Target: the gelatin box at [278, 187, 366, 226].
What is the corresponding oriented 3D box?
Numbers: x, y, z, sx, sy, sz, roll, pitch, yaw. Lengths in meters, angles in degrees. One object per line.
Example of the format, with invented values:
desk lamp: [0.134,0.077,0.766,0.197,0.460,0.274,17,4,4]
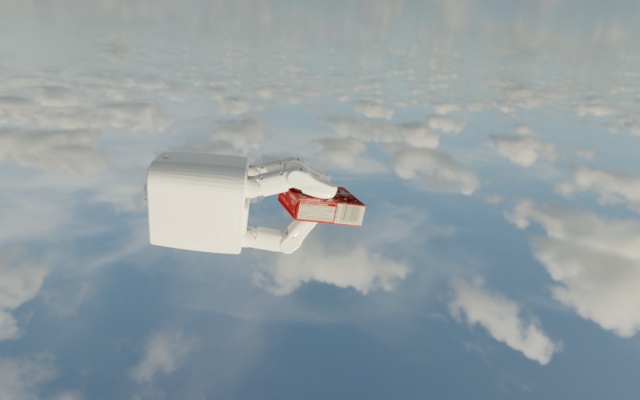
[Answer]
gelatin box: [0.000,0.002,0.580,0.089,0.030,0.073,6,16,-22]
